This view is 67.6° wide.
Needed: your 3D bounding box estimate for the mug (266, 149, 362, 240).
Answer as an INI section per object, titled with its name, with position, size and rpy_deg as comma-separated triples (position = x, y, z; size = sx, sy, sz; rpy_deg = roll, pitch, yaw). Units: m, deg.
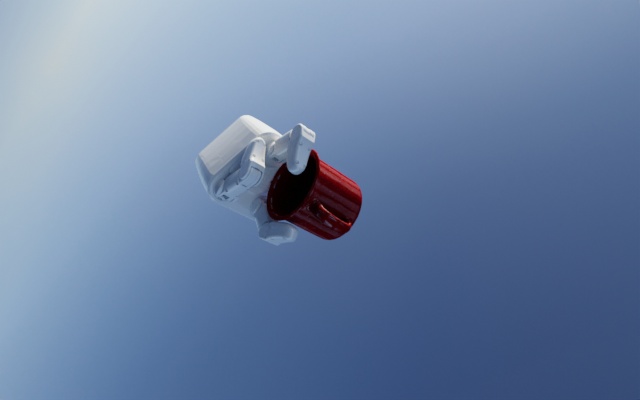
[mug]
position = 0.001, 0.002, 0.562
size = 0.081, 0.093, 0.117
rpy_deg = 30, 10, -34
